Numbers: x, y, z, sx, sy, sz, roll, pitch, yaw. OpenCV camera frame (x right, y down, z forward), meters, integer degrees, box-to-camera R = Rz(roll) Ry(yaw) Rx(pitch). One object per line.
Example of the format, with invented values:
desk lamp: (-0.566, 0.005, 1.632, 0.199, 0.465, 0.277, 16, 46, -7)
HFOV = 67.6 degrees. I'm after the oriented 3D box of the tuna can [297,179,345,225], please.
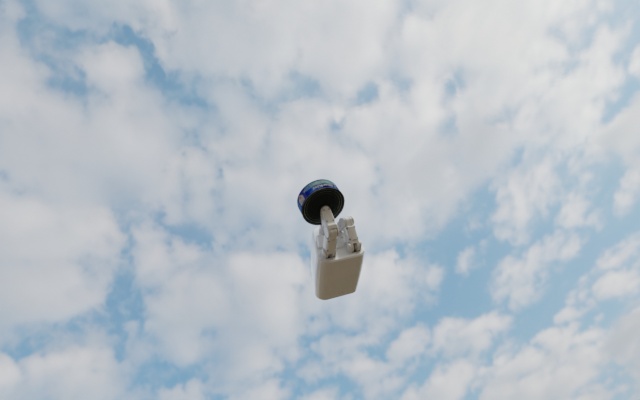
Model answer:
tuna can: (0.000, 0.003, 0.900, 0.086, 0.086, 0.033, 0, 35, -26)
